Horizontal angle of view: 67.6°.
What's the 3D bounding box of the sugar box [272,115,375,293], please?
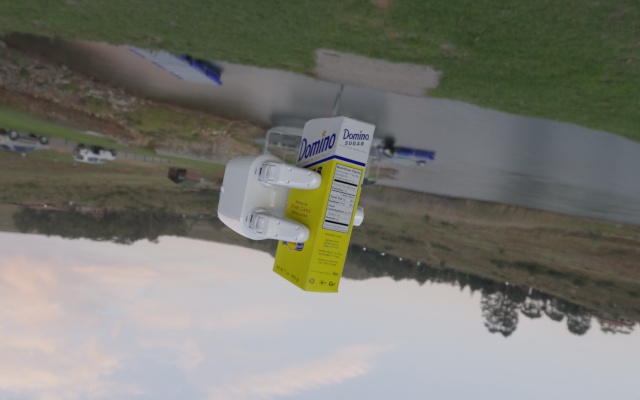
[{"bbox_3d":[0.000,0.002,0.507,0.048,0.176,0.093,10,0,-27],"label":"sugar box"}]
